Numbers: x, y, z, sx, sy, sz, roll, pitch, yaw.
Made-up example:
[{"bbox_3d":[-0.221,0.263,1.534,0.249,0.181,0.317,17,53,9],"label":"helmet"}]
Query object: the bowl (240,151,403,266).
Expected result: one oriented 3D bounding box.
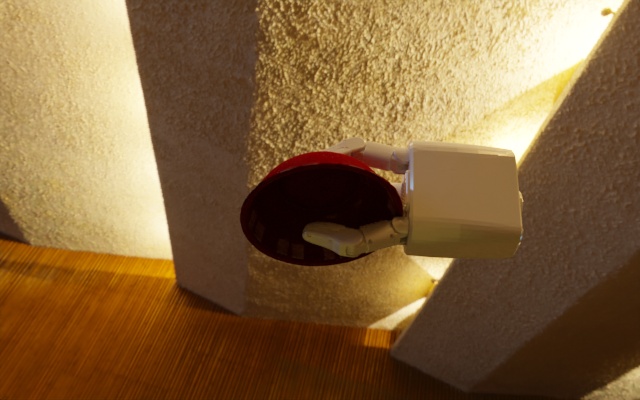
[{"bbox_3d":[-0.001,0.001,0.489,0.162,0.055,0.162,-3,-40,-2],"label":"bowl"}]
